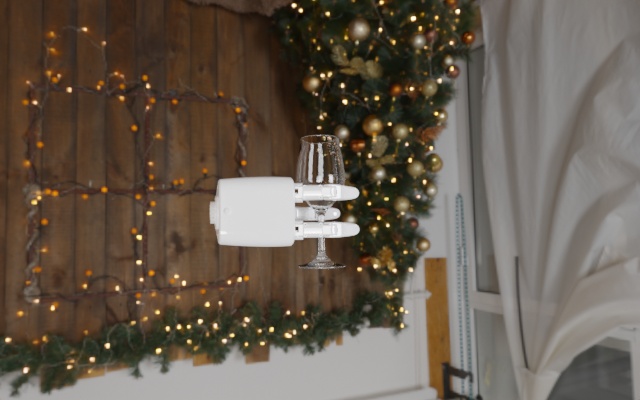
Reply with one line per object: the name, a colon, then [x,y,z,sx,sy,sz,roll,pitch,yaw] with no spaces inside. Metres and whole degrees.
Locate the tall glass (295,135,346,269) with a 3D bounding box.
tall glass: [0.000,0.003,0.742,0.079,0.201,0.079,-1,-3,0]
